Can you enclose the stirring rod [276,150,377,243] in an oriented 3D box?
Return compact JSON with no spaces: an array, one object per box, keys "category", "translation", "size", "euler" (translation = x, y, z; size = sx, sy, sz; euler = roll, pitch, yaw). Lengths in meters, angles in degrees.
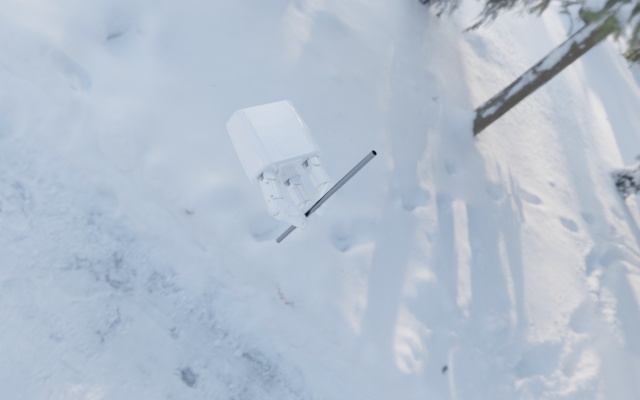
[{"category":"stirring rod","translation":[0.000,0.002,0.670],"size":[0.011,0.011,0.240],"euler":[0,-31,-40]}]
